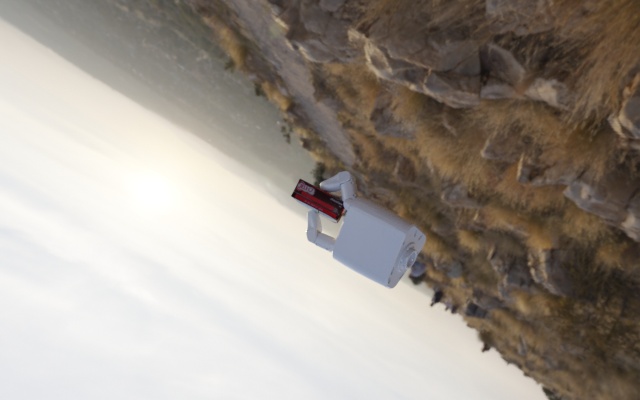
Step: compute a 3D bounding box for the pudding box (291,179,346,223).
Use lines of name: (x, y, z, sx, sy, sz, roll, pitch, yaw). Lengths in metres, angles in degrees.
pudding box: (0.000, 0.003, 0.834, 0.090, 0.039, 0.113, 29, -5, 5)
